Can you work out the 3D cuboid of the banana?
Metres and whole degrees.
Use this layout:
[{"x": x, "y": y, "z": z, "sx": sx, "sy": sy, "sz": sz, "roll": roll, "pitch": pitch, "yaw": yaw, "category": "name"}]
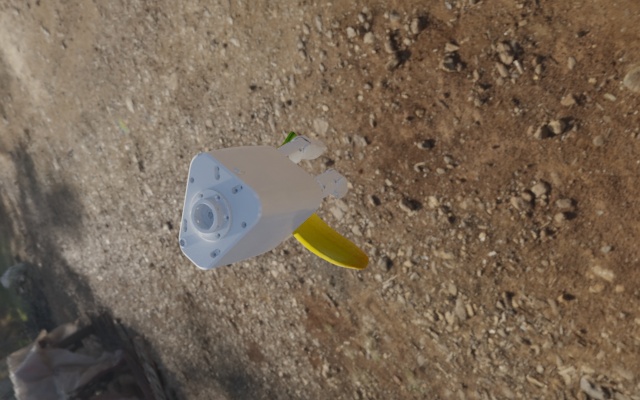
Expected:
[{"x": -0.018, "y": 0.009, "z": 0.579, "sx": 0.069, "sy": 0.197, "sz": 0.037, "roll": -31, "pitch": -14, "yaw": 5, "category": "banana"}]
